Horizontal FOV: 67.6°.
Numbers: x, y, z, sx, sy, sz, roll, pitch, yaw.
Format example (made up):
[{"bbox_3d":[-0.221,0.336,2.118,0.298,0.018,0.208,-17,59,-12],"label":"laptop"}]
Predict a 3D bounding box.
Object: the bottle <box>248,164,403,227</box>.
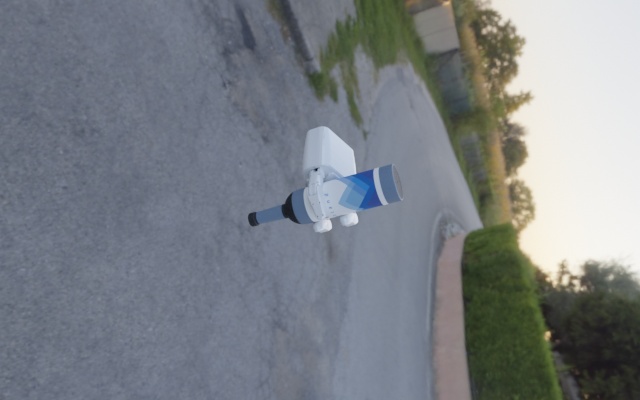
[{"bbox_3d":[0.000,0.003,0.879,0.296,0.069,0.069,-15,-5,19],"label":"bottle"}]
